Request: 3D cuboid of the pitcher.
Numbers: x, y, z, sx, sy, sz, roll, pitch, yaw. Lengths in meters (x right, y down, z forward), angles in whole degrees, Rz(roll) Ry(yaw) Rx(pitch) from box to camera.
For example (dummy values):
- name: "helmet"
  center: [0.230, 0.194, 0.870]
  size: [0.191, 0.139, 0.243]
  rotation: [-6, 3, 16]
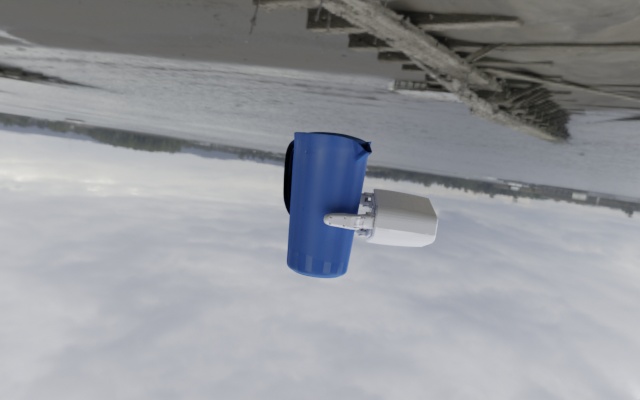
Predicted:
- name: "pitcher"
  center: [0.000, 0.003, 0.833]
  size: [0.145, 0.243, 0.149]
  rotation: [7, 5, -3]
